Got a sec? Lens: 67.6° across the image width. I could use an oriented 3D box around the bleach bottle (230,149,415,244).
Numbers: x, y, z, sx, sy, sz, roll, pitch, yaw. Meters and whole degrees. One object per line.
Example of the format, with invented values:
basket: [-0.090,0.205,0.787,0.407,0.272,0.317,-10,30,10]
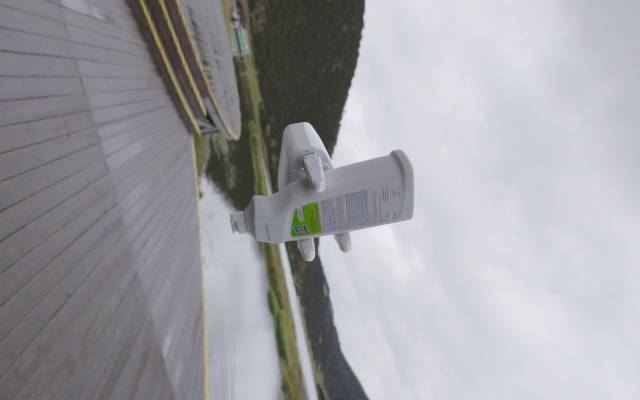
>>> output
bleach bottle: [0.000,0.002,0.660,0.251,0.103,0.068,-11,34,-5]
